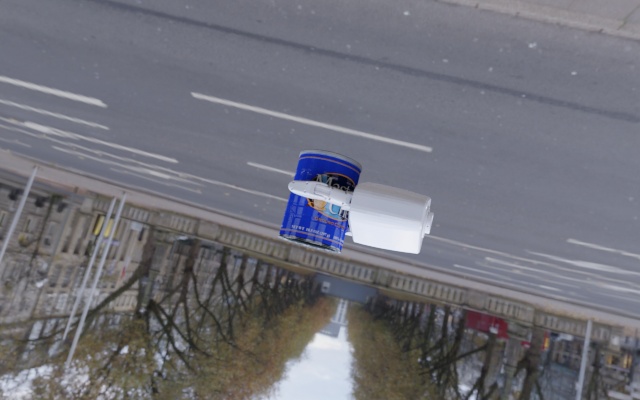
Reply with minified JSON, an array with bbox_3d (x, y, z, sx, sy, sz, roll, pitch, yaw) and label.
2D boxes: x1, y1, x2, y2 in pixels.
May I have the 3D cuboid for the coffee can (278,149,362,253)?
[{"bbox_3d":[0.000,0.002,0.753,0.103,0.140,0.103,14,-10,2],"label":"coffee can"}]
